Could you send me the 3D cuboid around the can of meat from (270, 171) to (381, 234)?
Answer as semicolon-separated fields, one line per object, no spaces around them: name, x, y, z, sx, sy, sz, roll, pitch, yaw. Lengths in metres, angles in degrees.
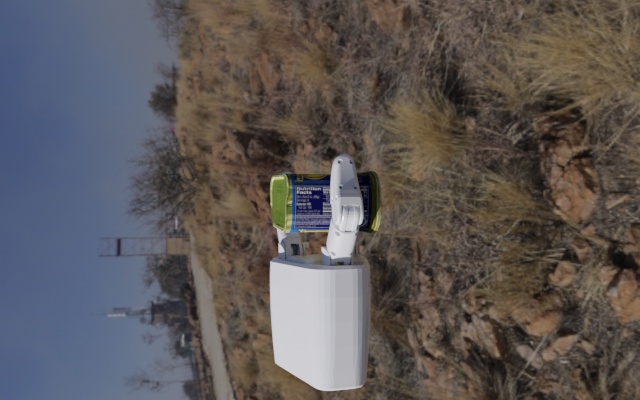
can of meat;0.000;0.001;0.454;0.084;0.057;0.102;0;1;-14
